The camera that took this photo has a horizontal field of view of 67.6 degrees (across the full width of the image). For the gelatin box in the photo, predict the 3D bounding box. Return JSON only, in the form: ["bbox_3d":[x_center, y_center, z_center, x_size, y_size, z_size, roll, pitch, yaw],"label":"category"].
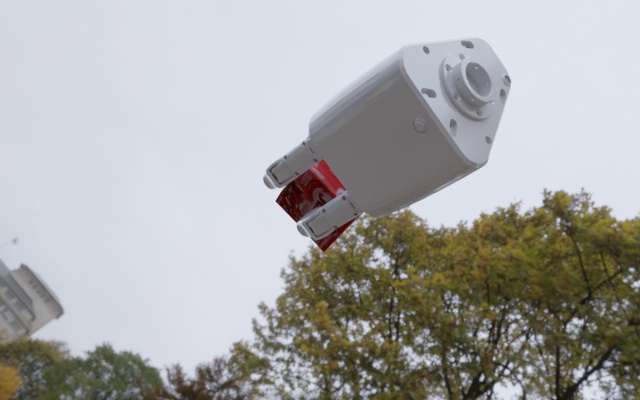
[{"bbox_3d":[0.000,0.001,0.456,0.030,0.073,0.089,-41,-6,-32],"label":"gelatin box"}]
